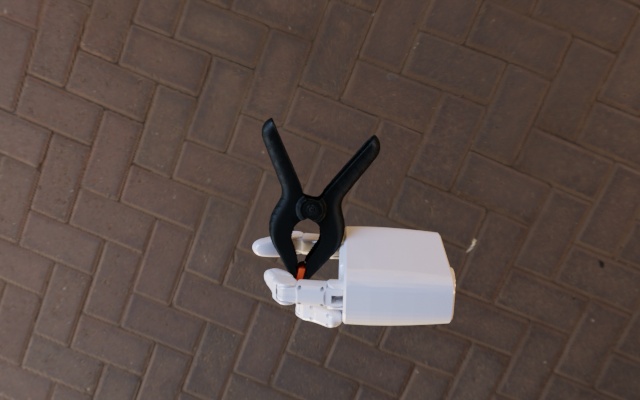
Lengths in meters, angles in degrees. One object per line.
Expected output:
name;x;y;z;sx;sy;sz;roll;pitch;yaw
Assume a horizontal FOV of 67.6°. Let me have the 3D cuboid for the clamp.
clamp;0.000;0.002;0.495;0.120;0.171;0.039;1;12;3
